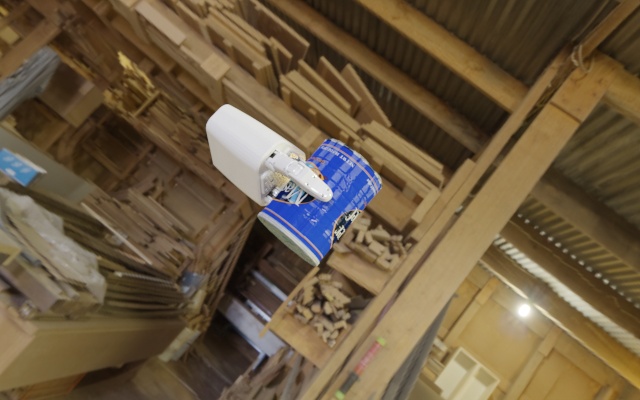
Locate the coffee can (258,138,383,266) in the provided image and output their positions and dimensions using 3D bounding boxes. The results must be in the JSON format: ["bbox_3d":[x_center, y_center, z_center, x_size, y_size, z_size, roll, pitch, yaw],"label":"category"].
[{"bbox_3d":[0.000,0.002,0.640,0.103,0.140,0.103,39,-12,10],"label":"coffee can"}]
